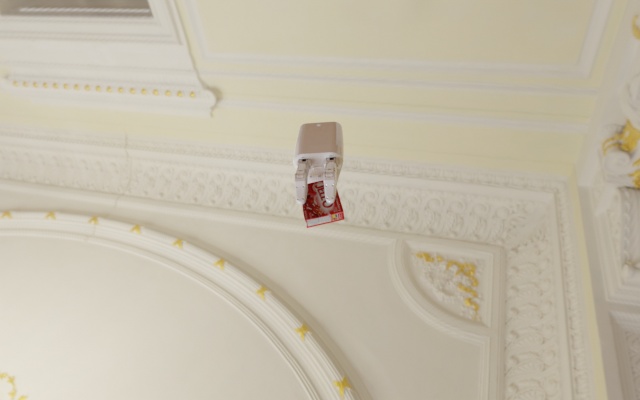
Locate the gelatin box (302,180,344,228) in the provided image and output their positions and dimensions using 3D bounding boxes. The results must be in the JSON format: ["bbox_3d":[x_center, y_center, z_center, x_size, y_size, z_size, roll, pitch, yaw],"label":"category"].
[{"bbox_3d":[0.000,0.003,0.900,0.073,0.089,0.030,-12,-39,-2],"label":"gelatin box"}]
